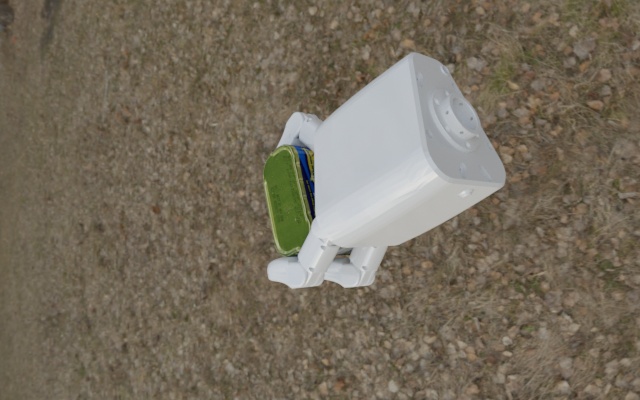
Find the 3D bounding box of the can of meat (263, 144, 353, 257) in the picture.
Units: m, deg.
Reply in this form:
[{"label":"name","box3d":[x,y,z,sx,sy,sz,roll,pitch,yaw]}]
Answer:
[{"label":"can of meat","box3d":[0.000,0.001,0.435,0.084,0.102,0.057,3,-25,-41]}]
